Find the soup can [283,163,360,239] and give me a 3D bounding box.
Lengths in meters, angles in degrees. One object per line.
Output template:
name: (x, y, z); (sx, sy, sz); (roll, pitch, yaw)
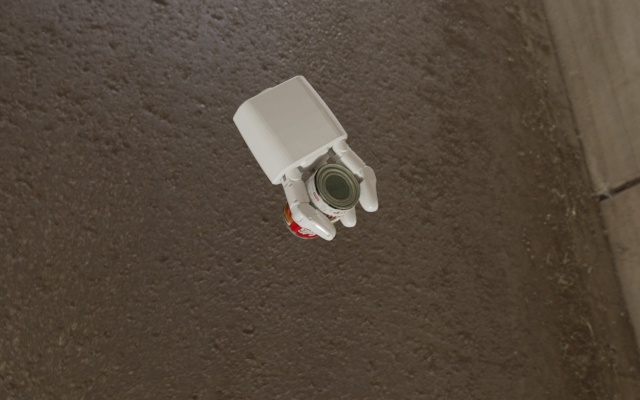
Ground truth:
soup can: (0.000, 0.002, 0.641); (0.068, 0.068, 0.102); (0, -25, -30)
